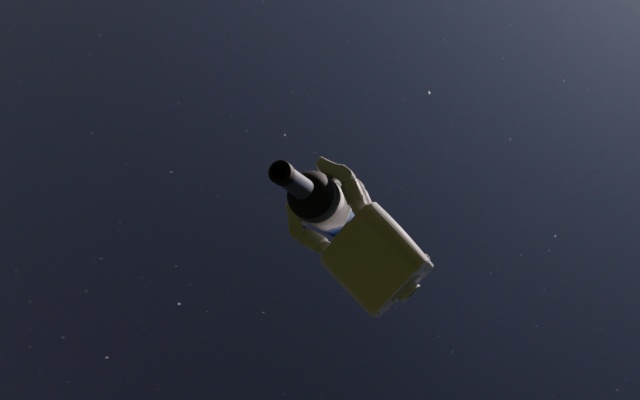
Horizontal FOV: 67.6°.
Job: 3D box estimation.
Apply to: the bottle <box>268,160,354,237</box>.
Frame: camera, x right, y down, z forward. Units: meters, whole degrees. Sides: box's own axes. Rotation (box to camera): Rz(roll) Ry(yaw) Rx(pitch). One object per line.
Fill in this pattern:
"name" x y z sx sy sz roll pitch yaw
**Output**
"bottle" 0.000 0.002 0.662 0.069 0.069 0.296 0 -13 19
